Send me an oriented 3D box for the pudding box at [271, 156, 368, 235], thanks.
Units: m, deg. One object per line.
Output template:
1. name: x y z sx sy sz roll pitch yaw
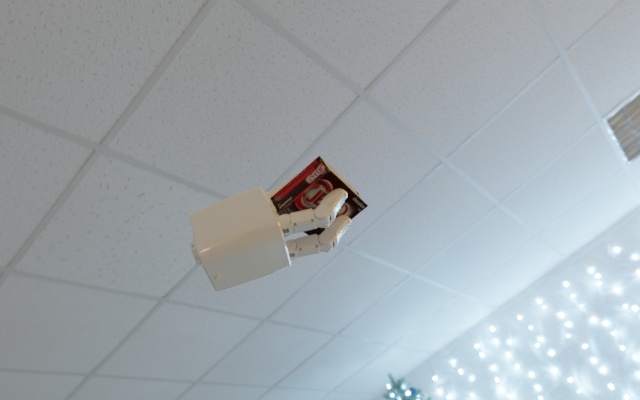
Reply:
1. pudding box: 0.000 0.002 0.658 0.090 0.039 0.113 -40 -39 11
